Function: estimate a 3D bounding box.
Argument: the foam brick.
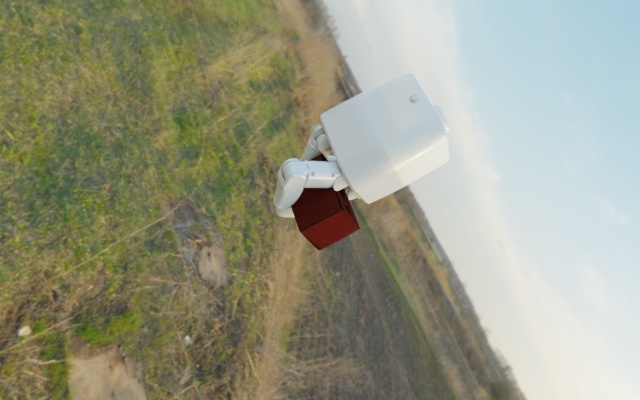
[{"bbox_3d":[0.000,0.002,0.507,0.051,0.078,0.053,-26,-33,10],"label":"foam brick"}]
